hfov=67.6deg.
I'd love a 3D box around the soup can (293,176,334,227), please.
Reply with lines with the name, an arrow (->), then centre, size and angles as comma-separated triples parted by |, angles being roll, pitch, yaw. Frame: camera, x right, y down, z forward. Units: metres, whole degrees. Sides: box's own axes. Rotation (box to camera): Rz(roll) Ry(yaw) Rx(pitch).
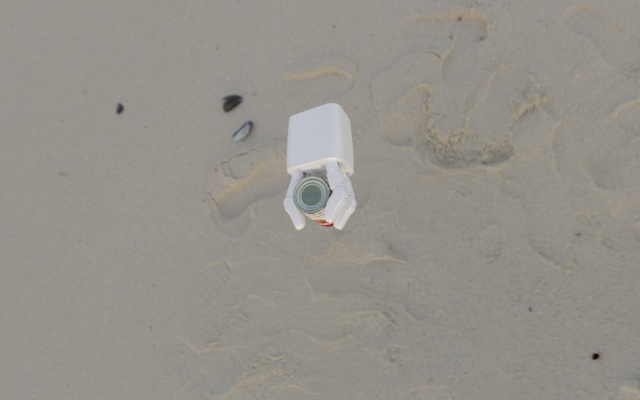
soup can -> 0.000, 0.003, 0.836 | 0.068, 0.068, 0.102 | 0, -15, 19
